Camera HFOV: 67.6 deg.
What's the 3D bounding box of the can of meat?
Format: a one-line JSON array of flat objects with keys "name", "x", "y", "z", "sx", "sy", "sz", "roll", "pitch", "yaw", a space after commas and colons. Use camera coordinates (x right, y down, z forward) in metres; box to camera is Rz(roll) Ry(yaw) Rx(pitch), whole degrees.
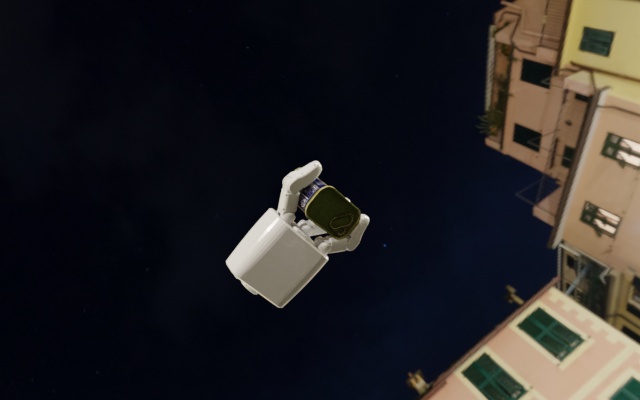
[{"name": "can of meat", "x": 0.000, "y": 0.002, "z": 0.727, "sx": 0.102, "sy": 0.057, "sz": 0.084, "roll": 39, "pitch": 1, "yaw": -41}]
